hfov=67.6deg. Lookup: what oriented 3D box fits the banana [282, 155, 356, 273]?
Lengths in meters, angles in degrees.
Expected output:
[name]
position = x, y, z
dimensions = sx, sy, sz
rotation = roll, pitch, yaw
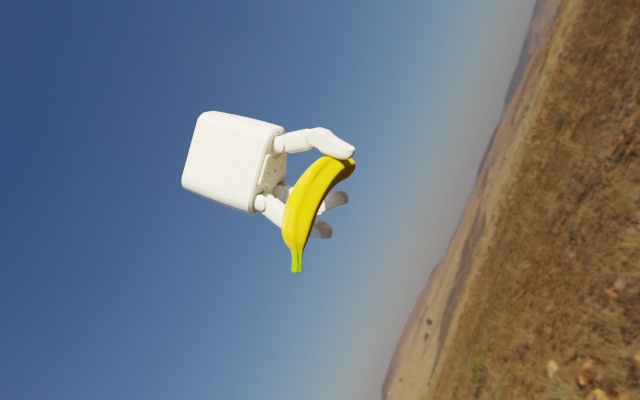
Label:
[banana]
position = -0.002, -0.010, 0.560
dimensions = 0.037, 0.070, 0.197
rotation = 13, 44, 18
